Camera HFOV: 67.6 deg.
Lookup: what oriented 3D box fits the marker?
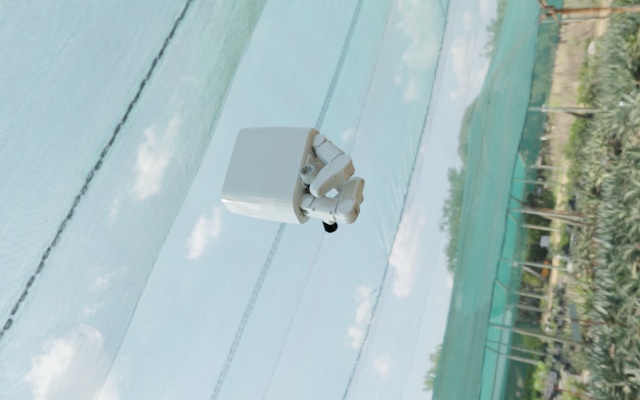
[{"bbox_3d":[0.000,0.002,0.584,0.020,0.020,0.121,0,-37,19],"label":"marker"}]
